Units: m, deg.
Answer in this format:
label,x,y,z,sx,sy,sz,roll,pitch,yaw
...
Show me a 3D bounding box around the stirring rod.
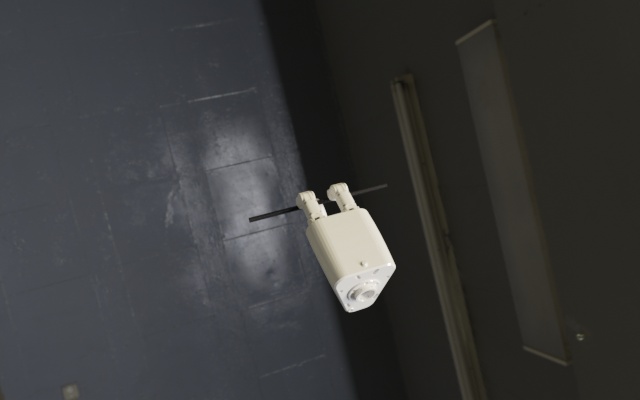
label,x,y,z,sx,sy,sz,roll,pitch,yaw
stirring rod,0.000,0.003,0.784,0.239,0.011,0.011,-14,4,-15
